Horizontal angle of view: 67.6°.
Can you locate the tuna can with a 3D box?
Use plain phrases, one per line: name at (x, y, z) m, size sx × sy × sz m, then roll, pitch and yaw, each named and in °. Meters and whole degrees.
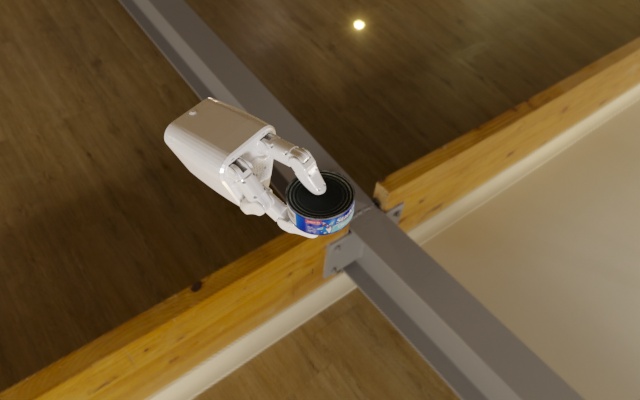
tuna can at (0.000, 0.002, 0.597) m, size 0.086 × 0.086 × 0.034 m, roll 0°, pitch -44°, yaw 1°
